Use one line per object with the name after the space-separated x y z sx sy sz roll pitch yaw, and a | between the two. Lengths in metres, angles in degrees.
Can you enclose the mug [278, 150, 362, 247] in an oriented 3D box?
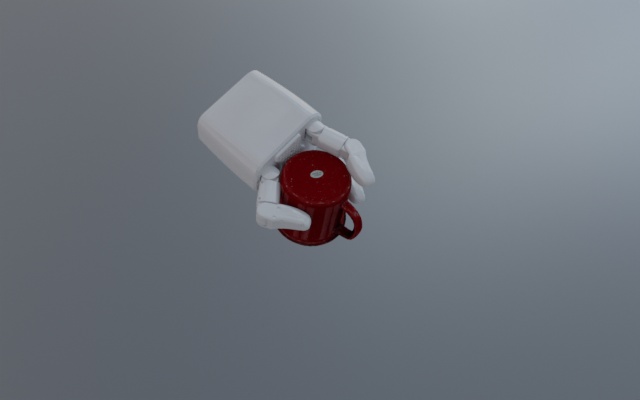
0.001 0.003 0.563 0.093 0.117 0.082 -41 -20 -30 | mug
